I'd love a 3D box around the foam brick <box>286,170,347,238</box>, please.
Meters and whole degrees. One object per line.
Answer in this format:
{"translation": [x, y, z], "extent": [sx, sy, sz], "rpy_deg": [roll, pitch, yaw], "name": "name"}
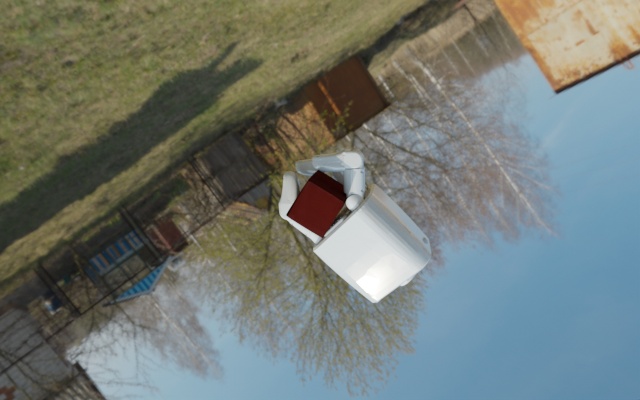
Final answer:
{"translation": [0.000, 0.002, 0.579], "extent": [0.051, 0.053, 0.078], "rpy_deg": [33, 16, 1], "name": "foam brick"}
